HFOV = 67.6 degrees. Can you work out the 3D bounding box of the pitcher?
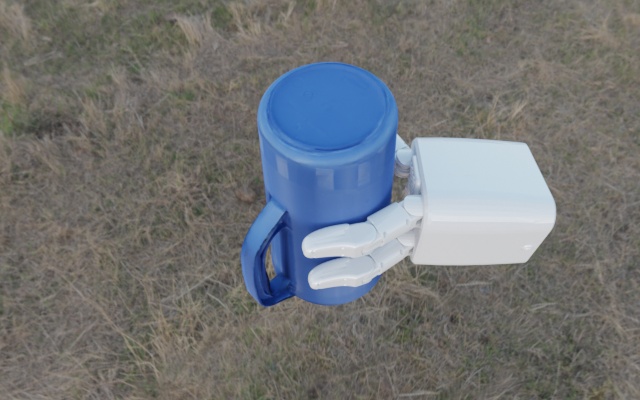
[{"bbox_3d":[0.000,0.001,0.452,0.145,0.149,0.243,2,-34,3],"label":"pitcher"}]
